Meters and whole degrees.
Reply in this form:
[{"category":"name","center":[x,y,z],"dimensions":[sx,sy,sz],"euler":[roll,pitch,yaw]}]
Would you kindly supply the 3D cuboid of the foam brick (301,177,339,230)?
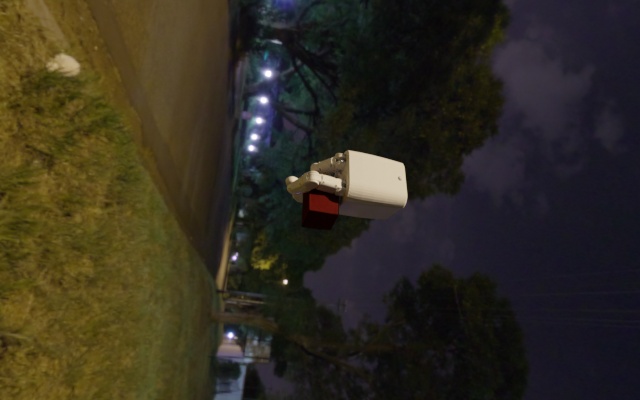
[{"category":"foam brick","center":[0.000,0.003,0.795],"dimensions":[0.051,0.078,0.053],"euler":[10,-35,-12]}]
